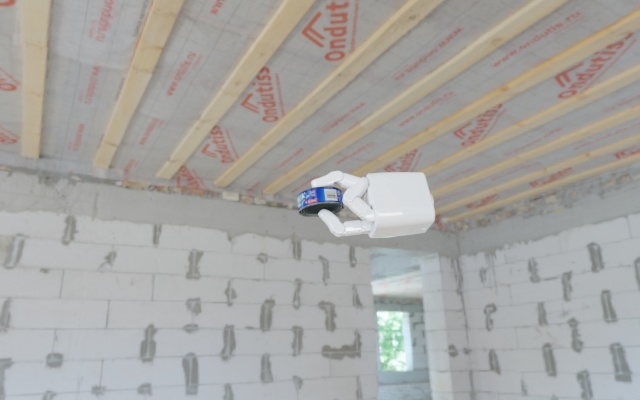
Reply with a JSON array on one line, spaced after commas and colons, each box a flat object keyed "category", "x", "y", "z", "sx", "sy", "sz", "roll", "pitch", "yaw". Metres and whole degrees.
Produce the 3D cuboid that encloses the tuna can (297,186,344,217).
[{"category": "tuna can", "x": 0.000, "y": 0.002, "z": 0.889, "sx": 0.086, "sy": 0.033, "sz": 0.086, "roll": -7, "pitch": -17, "yaw": -2}]
